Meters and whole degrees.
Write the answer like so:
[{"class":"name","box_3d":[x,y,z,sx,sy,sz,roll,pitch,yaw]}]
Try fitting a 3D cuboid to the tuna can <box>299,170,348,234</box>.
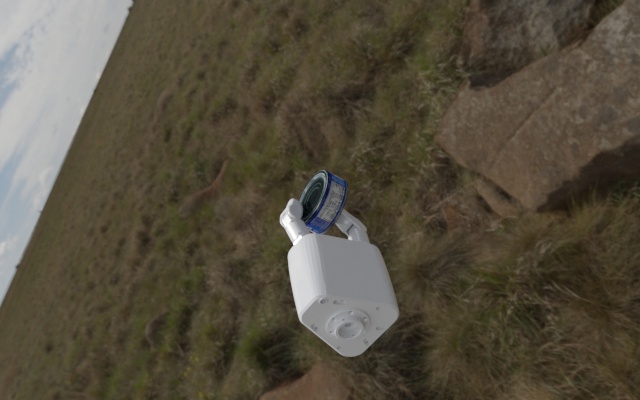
[{"class":"tuna can","box_3d":[0.000,0.002,0.655,0.034,0.086,0.086,27,-10,-21]}]
